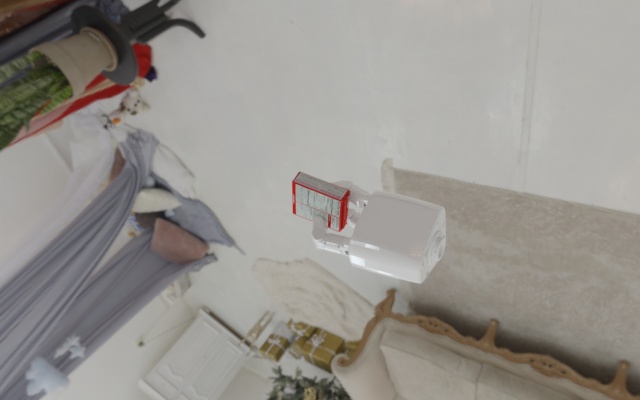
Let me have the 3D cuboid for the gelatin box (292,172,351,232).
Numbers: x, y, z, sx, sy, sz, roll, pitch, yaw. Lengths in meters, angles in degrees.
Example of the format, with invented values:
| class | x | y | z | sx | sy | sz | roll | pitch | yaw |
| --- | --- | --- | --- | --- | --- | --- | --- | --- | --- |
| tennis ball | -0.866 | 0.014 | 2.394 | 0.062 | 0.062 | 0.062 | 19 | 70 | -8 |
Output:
| class | x | y | z | sx | sy | sz | roll | pitch | yaw |
| --- | --- | --- | --- | --- | --- | --- | --- | --- | --- |
| gelatin box | 0.000 | 0.003 | 0.740 | 0.089 | 0.073 | 0.030 | 21 | 50 | 17 |
